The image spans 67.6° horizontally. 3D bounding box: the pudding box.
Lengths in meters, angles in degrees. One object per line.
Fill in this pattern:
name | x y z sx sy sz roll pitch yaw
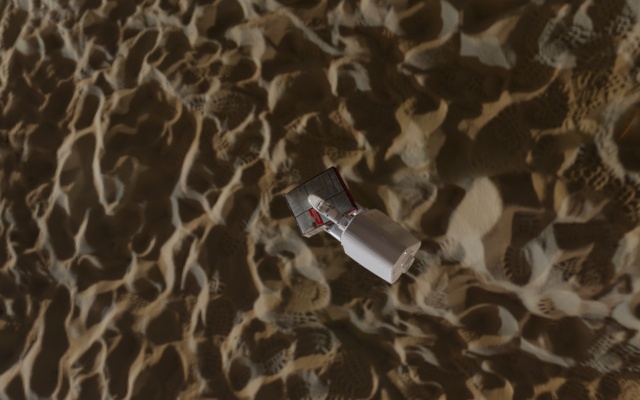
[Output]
pudding box | 0.000 0.003 0.880 0.113 0.090 0.039 -29 -15 10
